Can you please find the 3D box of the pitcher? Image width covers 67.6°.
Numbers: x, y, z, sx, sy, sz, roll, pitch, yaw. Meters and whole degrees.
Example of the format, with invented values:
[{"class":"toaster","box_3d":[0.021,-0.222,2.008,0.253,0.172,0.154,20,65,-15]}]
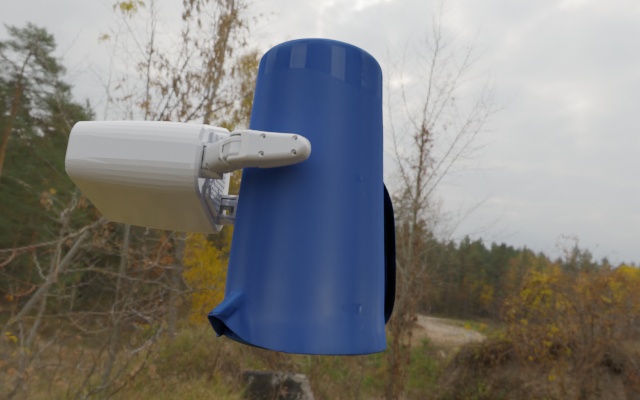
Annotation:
[{"class":"pitcher","box_3d":[0.000,0.001,0.403,0.145,0.242,0.149,4,-10,4]}]
